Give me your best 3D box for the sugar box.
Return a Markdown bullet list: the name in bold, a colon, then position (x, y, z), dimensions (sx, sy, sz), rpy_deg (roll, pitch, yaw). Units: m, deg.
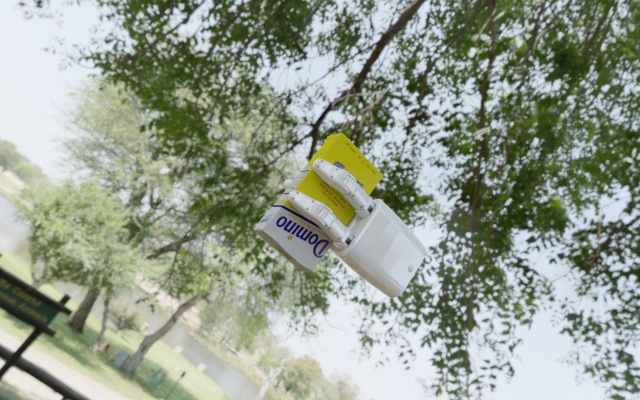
- **sugar box**: position (0.001, 0.002, 0.655), dimensions (0.093, 0.176, 0.048), rpy_deg (43, -20, -18)
